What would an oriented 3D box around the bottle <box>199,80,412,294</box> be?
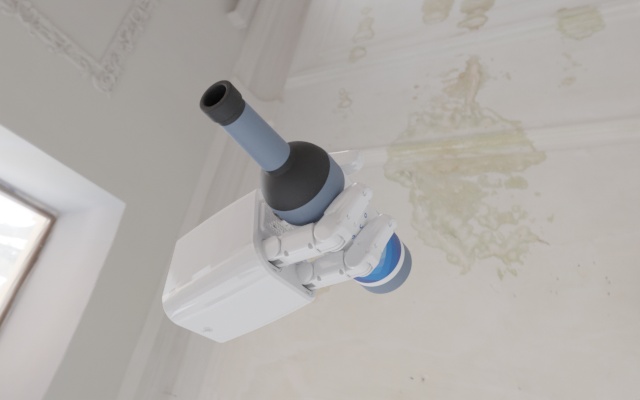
[{"bbox_3d":[0.000,0.001,0.426,0.069,0.069,0.296,0,-29,33],"label":"bottle"}]
